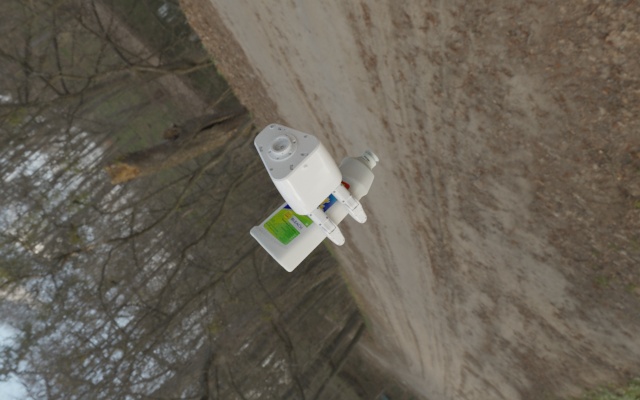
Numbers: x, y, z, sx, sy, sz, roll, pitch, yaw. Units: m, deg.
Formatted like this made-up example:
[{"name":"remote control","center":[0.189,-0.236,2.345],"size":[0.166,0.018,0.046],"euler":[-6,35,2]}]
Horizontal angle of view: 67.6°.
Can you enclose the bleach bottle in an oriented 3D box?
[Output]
[{"name":"bleach bottle","center":[0.000,0.003,0.840],"size":[0.102,0.251,0.068],"euler":[40,-9,34]}]
